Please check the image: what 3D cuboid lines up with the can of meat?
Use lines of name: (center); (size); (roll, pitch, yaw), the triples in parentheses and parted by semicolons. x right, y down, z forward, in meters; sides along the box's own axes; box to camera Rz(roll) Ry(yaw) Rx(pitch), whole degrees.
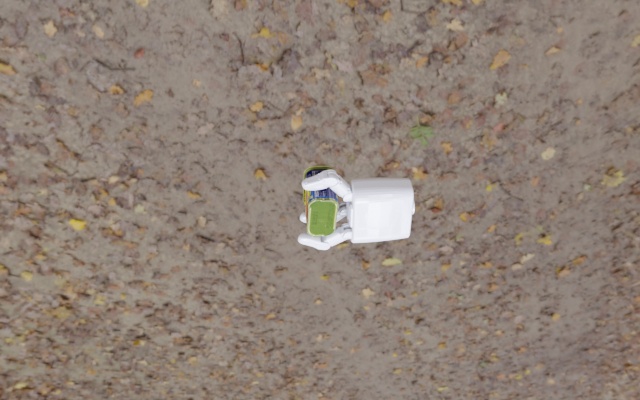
can of meat: (0.000, 0.003, 0.850); (0.057, 0.083, 0.102); (-1, -43, -6)
